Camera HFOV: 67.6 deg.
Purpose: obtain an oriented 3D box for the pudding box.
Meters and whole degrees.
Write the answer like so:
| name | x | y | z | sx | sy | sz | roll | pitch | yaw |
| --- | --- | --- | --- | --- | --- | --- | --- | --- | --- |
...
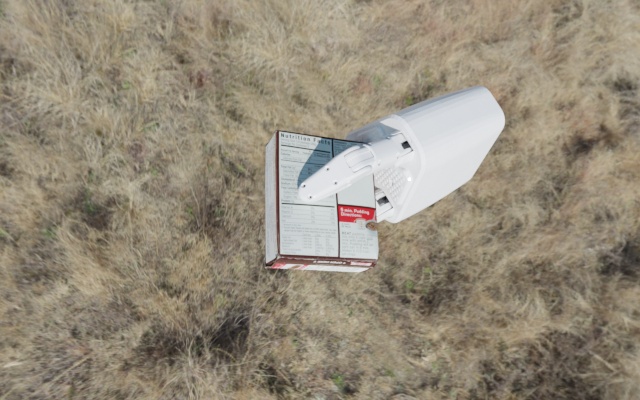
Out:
| name | x | y | z | sx | sy | sz | roll | pitch | yaw |
| --- | --- | --- | --- | --- | --- | --- | --- | --- | --- |
| pudding box | 0.000 | 0.001 | 0.403 | 0.090 | 0.113 | 0.039 | 5 | -23 | -19 |
